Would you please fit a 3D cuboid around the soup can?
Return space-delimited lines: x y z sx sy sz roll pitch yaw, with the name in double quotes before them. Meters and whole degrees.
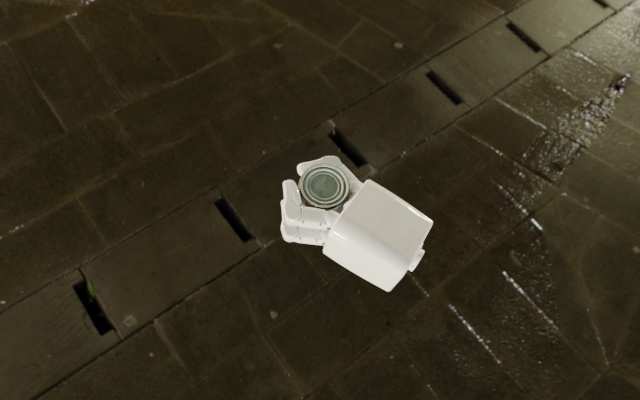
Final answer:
"soup can" 0.000 0.002 0.658 0.068 0.068 0.102 0 -26 -7
